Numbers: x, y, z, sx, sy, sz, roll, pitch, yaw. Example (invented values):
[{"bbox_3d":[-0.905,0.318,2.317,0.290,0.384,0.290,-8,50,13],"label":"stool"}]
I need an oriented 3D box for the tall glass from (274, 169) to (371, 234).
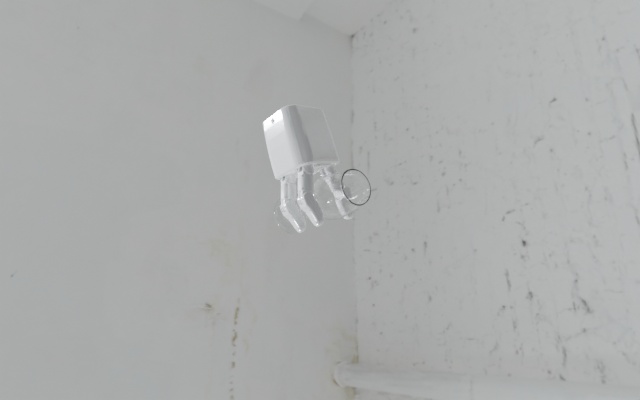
[{"bbox_3d":[0.000,0.003,0.841,0.079,0.079,0.201,0,-14,-37],"label":"tall glass"}]
